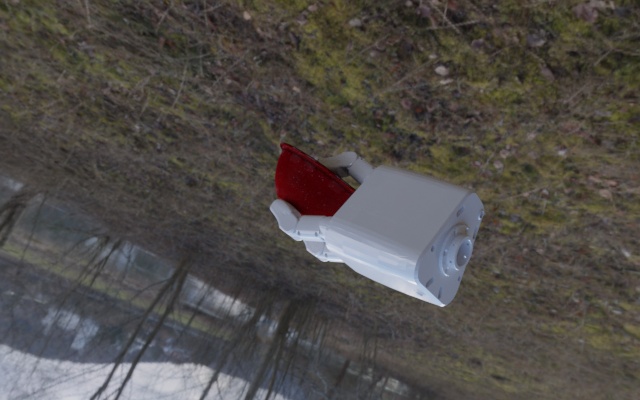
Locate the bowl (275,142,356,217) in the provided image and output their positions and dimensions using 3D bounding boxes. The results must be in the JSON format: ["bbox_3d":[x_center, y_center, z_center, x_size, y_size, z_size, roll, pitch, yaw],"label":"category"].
[{"bbox_3d":[-0.001,0.002,0.572,0.162,0.055,0.162,38,-4,3],"label":"bowl"}]
